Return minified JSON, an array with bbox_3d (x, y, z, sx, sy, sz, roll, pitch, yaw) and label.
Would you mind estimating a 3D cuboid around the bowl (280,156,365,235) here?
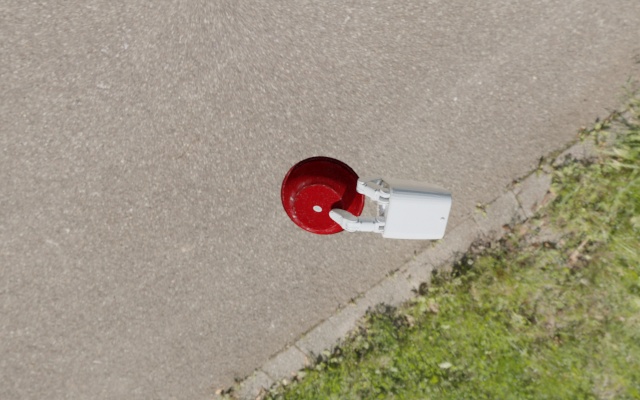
[{"bbox_3d":[-0.001,0.003,0.877,0.162,0.162,0.055,0,24,9],"label":"bowl"}]
